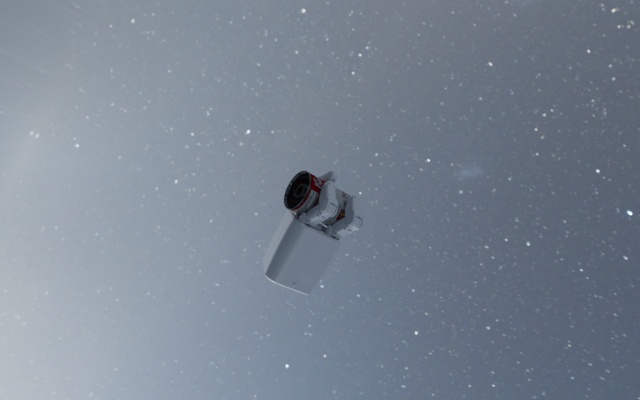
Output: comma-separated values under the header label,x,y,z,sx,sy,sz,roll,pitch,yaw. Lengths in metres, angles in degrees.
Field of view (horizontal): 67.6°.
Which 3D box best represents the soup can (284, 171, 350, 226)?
label,x,y,z,sx,sy,sz,roll,pitch,yaw
soup can,0.001,0.002,0.790,0.102,0.068,0.068,27,-15,-31
